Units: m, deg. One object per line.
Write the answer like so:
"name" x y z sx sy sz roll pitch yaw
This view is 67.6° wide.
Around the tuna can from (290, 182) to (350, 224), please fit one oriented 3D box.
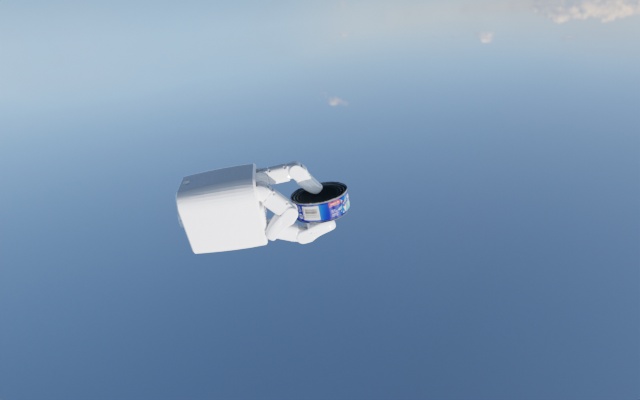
"tuna can" 0.000 0.003 0.713 0.086 0.034 0.086 -9 21 4
